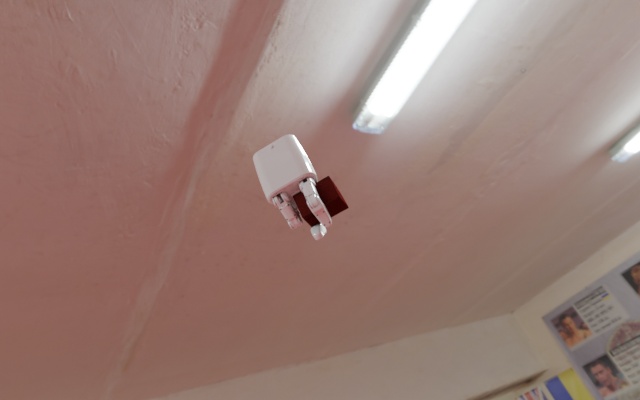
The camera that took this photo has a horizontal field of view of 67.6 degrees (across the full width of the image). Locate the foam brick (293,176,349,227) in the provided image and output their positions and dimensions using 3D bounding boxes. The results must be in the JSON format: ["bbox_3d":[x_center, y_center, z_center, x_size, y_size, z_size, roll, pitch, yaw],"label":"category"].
[{"bbox_3d":[0.000,0.003,0.857,0.078,0.051,0.053,-29,-32,6],"label":"foam brick"}]
